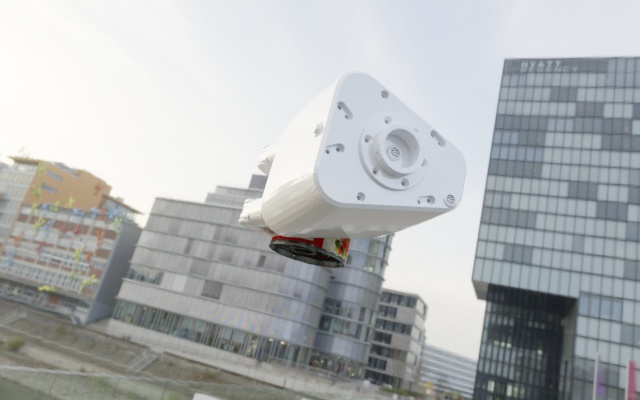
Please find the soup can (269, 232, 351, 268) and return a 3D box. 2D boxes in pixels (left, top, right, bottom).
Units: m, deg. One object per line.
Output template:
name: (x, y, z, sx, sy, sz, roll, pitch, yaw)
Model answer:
soup can: (0.000, 0.001, 0.426, 0.068, 0.102, 0.068, 13, -17, 4)
